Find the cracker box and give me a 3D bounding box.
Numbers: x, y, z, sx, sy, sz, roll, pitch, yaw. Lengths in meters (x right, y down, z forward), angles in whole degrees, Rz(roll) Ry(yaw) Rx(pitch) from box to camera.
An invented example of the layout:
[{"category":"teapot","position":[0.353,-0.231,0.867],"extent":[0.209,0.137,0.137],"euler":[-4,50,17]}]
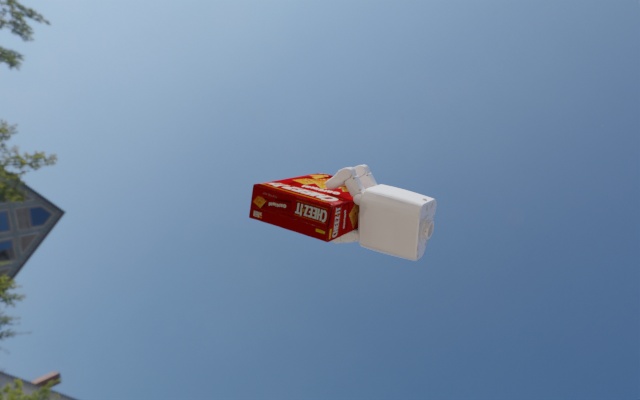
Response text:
[{"category":"cracker box","position":[0.000,0.003,0.883],"extent":[0.164,0.072,0.213],"euler":[15,15,28]}]
